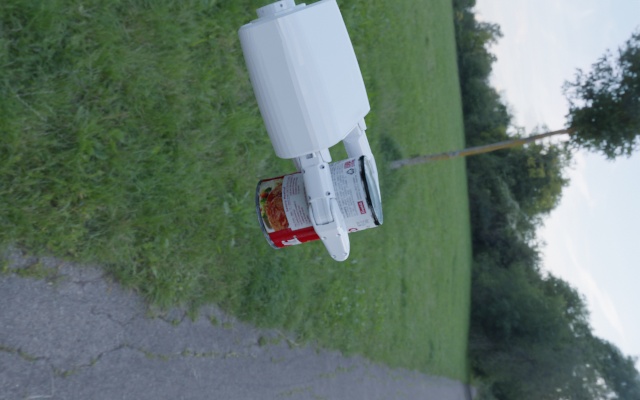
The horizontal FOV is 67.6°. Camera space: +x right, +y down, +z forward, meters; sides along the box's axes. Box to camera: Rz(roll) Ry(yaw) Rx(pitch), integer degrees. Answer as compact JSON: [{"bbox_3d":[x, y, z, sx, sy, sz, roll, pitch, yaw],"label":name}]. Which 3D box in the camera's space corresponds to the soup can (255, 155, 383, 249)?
[{"bbox_3d":[0.000,0.002,0.443,0.102,0.068,0.068,-13,-3,13],"label":"soup can"}]
